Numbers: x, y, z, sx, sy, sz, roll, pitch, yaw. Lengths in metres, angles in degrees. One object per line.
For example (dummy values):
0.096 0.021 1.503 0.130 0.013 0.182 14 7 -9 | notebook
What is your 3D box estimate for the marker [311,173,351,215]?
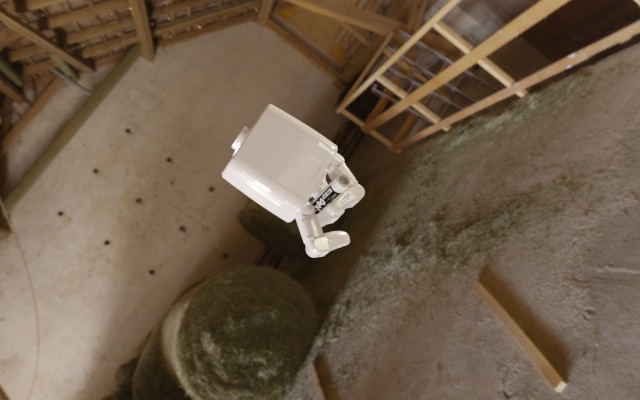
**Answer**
0.000 0.002 0.600 0.020 0.020 0.121 0 -25 -29 | marker
